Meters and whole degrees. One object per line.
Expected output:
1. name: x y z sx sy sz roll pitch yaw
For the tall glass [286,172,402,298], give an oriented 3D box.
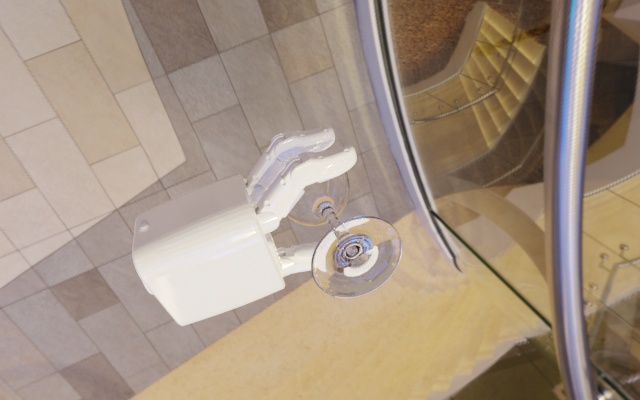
1. tall glass: 0.000 0.002 0.449 0.079 0.079 0.201 0 26 -18
